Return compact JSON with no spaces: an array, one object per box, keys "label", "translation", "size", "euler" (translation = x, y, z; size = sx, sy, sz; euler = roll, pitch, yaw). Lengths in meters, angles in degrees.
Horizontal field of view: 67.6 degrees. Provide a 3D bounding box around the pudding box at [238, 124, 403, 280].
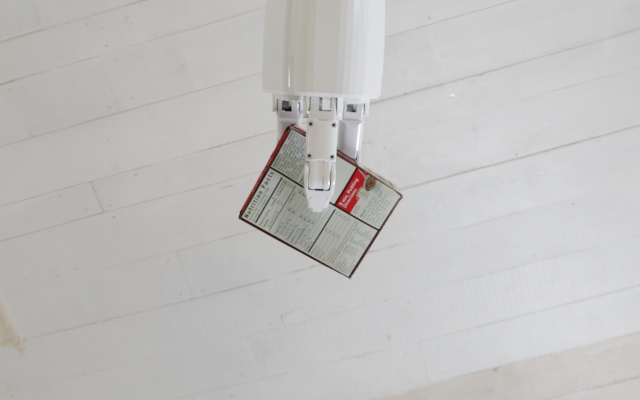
[{"label":"pudding box","translation":[0.000,0.001,0.408],"size":[0.113,0.090,0.039],"euler":[30,10,-6]}]
